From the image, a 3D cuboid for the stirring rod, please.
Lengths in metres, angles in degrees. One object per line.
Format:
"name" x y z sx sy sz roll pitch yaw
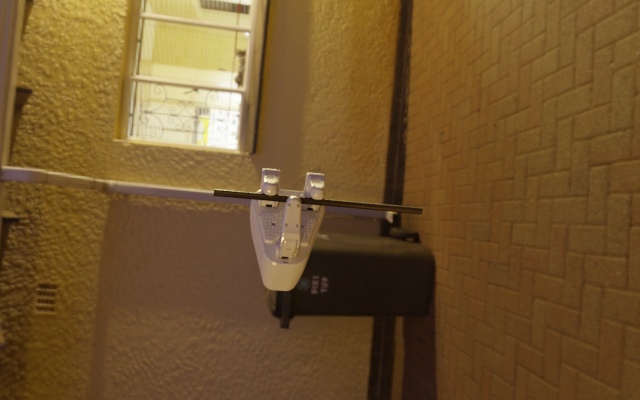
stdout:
"stirring rod" 0.000 0.002 0.548 0.239 0.011 0.011 5 -1 -7
